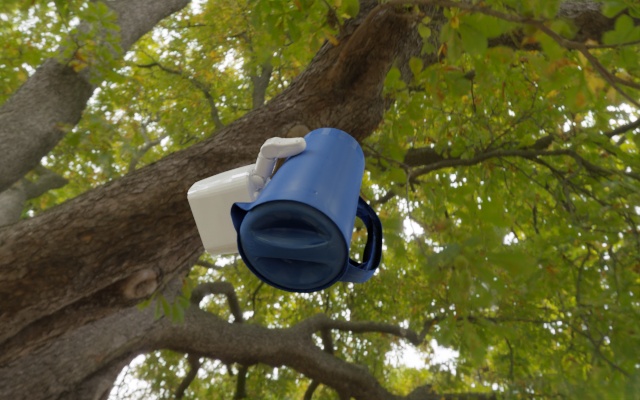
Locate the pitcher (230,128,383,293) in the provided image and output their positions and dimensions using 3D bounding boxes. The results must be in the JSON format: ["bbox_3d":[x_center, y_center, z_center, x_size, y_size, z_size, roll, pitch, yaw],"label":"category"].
[{"bbox_3d":[0.000,0.002,0.636,0.145,0.149,0.242,-13,27,22],"label":"pitcher"}]
